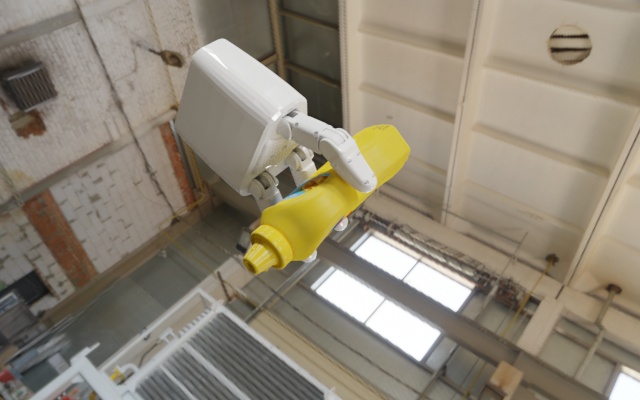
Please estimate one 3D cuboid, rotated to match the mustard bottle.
[{"bbox_3d":[0.000,0.002,0.453,0.191,0.058,0.096,-41,9,-32],"label":"mustard bottle"}]
